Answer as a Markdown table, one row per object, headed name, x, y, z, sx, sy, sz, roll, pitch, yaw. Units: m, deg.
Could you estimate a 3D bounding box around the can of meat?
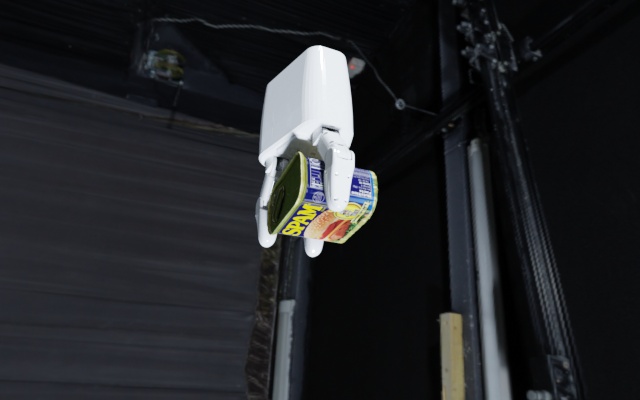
| name | x | y | z | sx | sy | sz | roll | pitch | yaw |
| --- | --- | --- | --- | --- | --- | --- | --- | --- | --- |
| can of meat | 0.000 | 0.002 | 0.495 | 0.084 | 0.057 | 0.102 | 10 | -32 | -21 |
